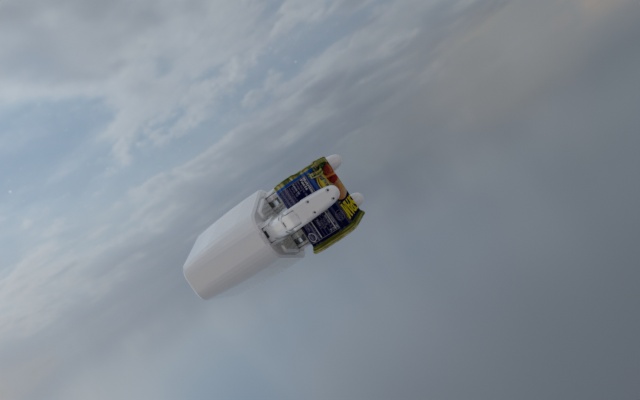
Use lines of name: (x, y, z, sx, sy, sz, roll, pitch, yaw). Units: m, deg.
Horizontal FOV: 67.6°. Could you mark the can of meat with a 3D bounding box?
can of meat: (0.000, 0.001, 0.537, 0.057, 0.084, 0.102, -34, 2, 16)
